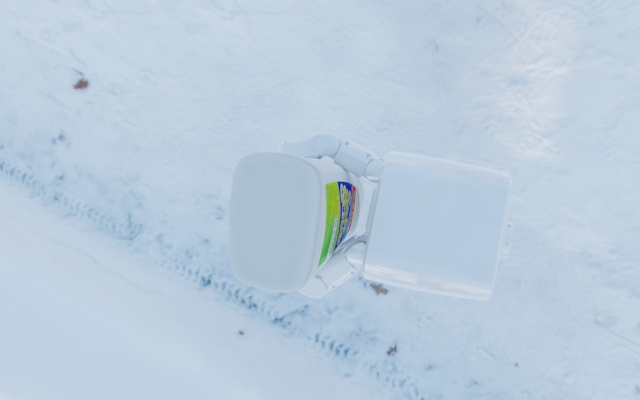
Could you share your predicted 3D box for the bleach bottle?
[{"bbox_3d":[0.000,0.002,0.447,0.068,0.102,0.251,9,10,15],"label":"bleach bottle"}]
